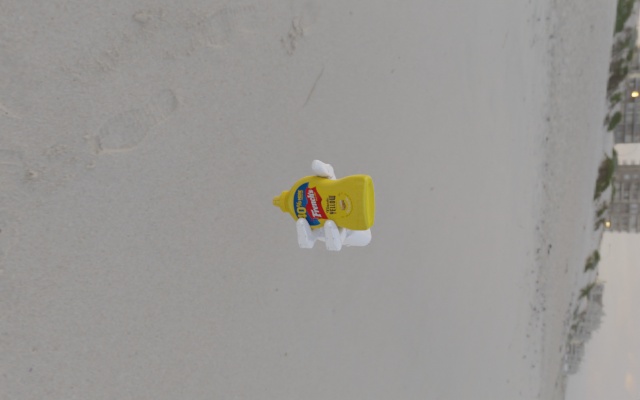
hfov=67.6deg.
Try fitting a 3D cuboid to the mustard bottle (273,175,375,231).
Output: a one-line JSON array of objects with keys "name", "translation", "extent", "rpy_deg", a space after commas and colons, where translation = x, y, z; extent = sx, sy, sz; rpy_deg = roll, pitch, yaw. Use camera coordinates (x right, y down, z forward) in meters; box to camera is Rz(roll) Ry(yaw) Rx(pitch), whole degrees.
[{"name": "mustard bottle", "translation": [0.000, 0.003, 0.864], "extent": [0.191, 0.096, 0.058], "rpy_deg": [1, 11, 25]}]
